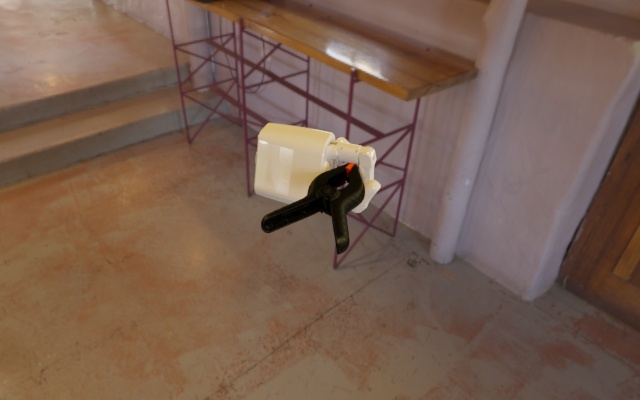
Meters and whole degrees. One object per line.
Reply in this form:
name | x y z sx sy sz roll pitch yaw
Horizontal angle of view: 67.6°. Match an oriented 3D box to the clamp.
clamp | 0.000 0.002 0.641 0.120 0.039 0.171 13 38 14
